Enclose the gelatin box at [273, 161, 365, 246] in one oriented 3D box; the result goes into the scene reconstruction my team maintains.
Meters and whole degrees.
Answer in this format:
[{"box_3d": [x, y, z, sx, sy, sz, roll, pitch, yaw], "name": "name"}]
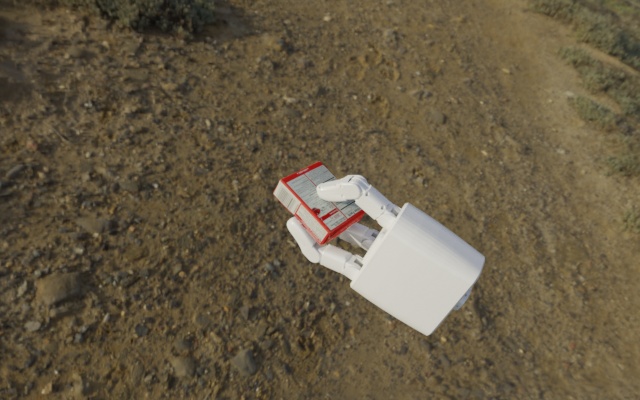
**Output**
[{"box_3d": [0.000, 0.001, 0.567, 0.073, 0.089, 0.030, -30, -19, -44], "name": "gelatin box"}]
